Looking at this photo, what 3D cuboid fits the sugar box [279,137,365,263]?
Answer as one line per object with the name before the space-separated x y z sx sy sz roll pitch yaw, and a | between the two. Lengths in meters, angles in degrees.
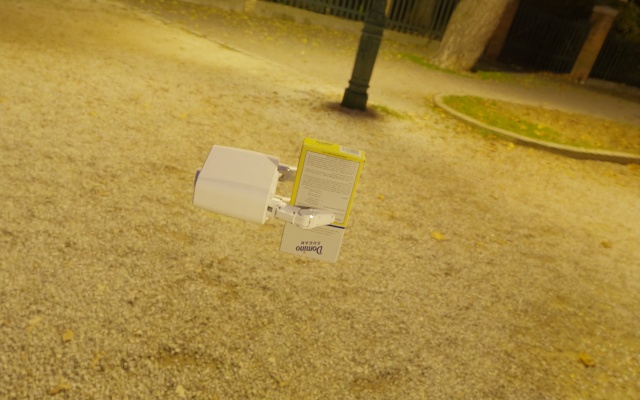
sugar box | 0.000 0.002 0.720 0.093 0.176 0.048 14 25 -3
